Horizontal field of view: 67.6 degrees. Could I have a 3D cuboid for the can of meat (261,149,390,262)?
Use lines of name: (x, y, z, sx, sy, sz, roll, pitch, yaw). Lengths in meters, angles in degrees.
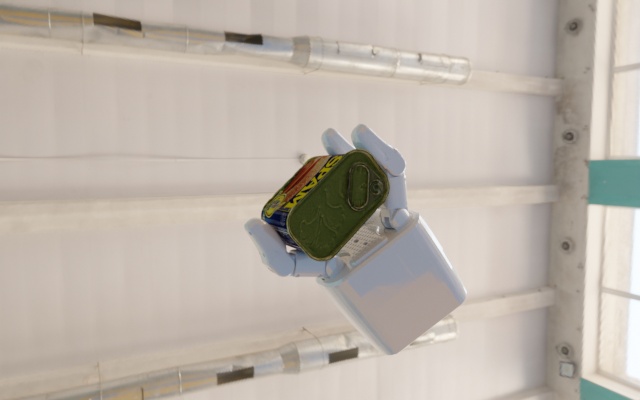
can of meat: (0.000, 0.001, 0.442, 0.102, 0.057, 0.084, -46, 20, -16)
